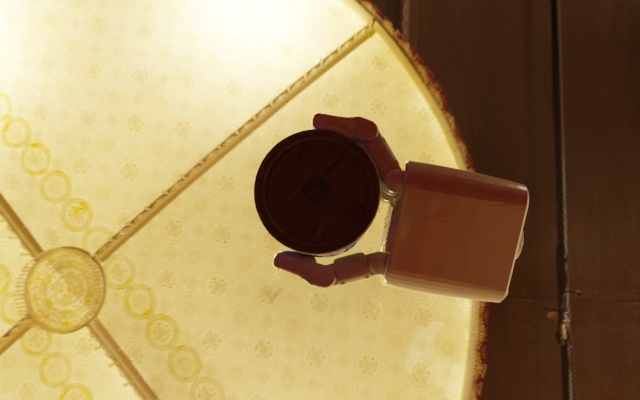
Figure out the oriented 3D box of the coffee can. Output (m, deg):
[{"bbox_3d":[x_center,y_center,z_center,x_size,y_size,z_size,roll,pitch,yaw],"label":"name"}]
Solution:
[{"bbox_3d":[0.000,0.001,0.451,0.103,0.103,0.140,0,-8,2],"label":"coffee can"}]
